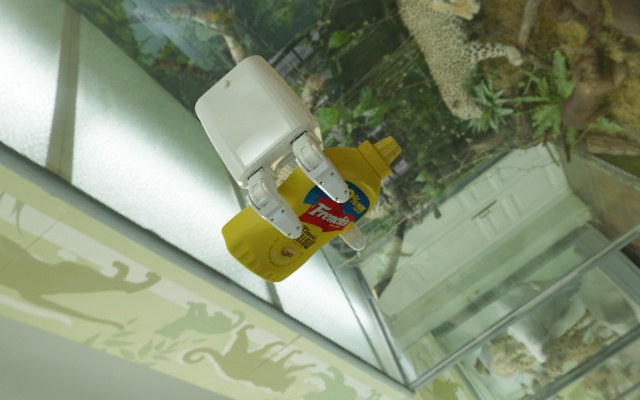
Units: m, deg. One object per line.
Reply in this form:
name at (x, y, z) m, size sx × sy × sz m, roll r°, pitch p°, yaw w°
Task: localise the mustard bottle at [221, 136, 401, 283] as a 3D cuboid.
mustard bottle at (0.000, 0.002, 0.483) m, size 0.096 × 0.191 × 0.058 m, roll 43°, pitch 12°, yaw -44°
